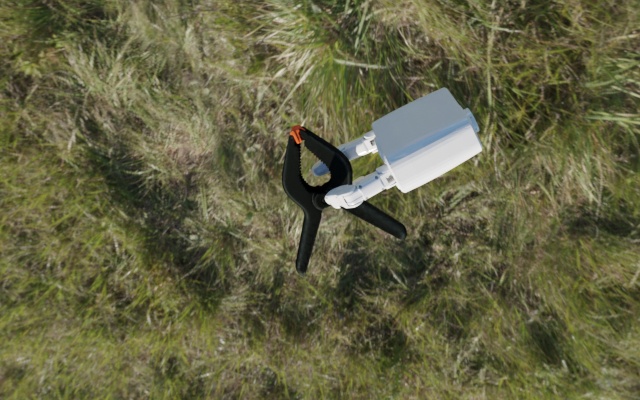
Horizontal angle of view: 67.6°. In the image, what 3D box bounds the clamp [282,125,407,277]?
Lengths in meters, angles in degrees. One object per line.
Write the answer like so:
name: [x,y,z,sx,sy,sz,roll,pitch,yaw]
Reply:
clamp: [0.000,0.002,0.642,0.164,0.210,0.036,-28,19,11]
